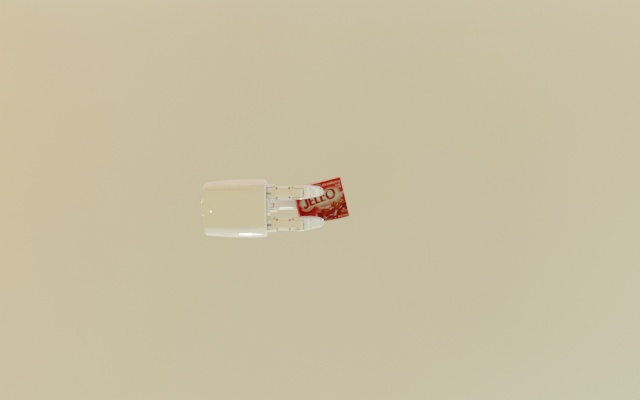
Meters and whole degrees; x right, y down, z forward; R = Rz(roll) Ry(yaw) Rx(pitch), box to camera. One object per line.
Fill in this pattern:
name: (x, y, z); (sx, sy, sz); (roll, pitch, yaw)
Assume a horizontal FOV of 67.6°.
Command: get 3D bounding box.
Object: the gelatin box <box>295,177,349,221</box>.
gelatin box: (0.000, 0.003, 0.861); (0.089, 0.073, 0.030); (-14, 7, -7)
